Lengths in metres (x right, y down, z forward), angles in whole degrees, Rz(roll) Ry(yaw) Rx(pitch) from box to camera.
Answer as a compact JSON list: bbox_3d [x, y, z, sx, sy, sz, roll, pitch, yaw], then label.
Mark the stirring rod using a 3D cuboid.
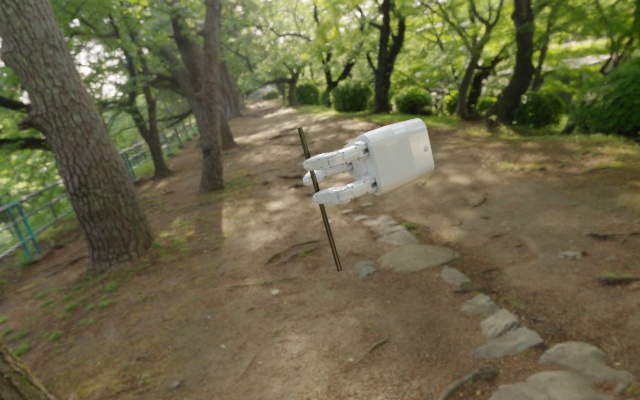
[{"bbox_3d":[0.000,0.003,0.750,0.011,0.239,0.011,-15,15,4],"label":"stirring rod"}]
